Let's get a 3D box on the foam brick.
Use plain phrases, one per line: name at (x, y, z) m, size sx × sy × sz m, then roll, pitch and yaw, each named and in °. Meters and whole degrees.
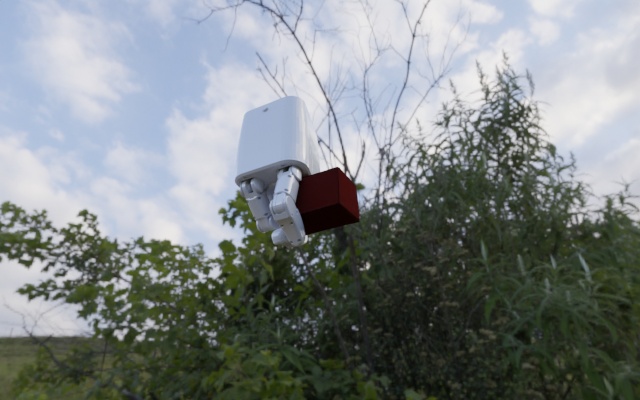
foam brick at (0.000, 0.002, 0.568) m, size 0.078 × 0.051 × 0.053 m, roll -15°, pitch -34°, yaw 24°
